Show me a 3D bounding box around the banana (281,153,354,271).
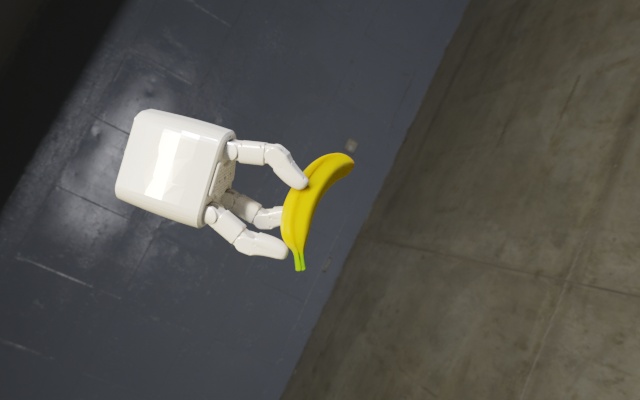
[{"bbox_3d":[-0.005,-0.010,0.586,0.037,0.070,0.197,6,45,24],"label":"banana"}]
